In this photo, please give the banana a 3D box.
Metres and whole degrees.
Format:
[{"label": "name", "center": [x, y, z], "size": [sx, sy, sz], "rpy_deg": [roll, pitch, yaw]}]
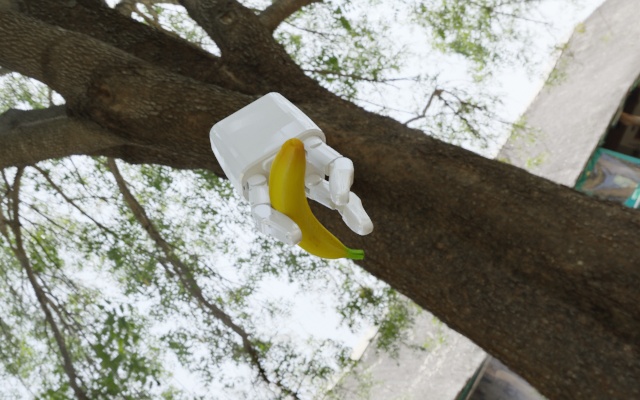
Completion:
[{"label": "banana", "center": [-0.016, 0.011, 0.513], "size": [0.069, 0.037, 0.198], "rpy_deg": [-22, -44, 10]}]
